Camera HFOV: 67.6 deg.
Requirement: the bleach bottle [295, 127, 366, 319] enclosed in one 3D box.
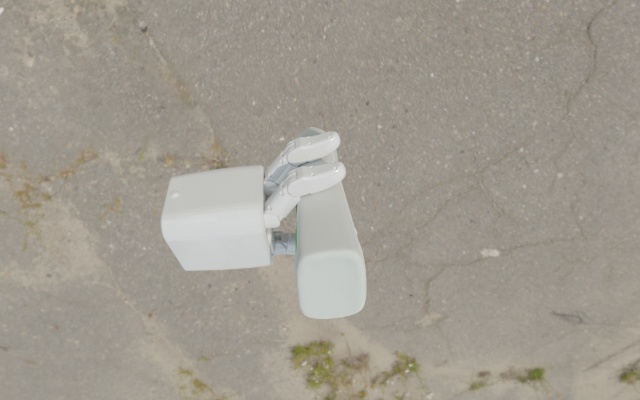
[{"bbox_3d":[0.000,0.002,0.543,0.068,0.103,0.250,-5,40,-2],"label":"bleach bottle"}]
